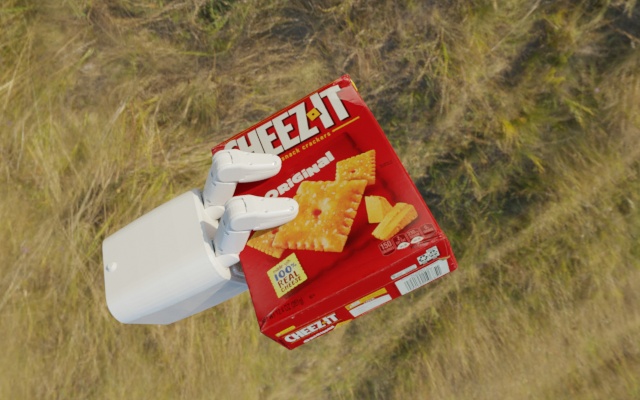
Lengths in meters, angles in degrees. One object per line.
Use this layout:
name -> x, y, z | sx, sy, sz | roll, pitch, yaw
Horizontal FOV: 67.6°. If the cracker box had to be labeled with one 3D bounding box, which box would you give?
cracker box -> 0.000, 0.002, 0.444 | 0.164, 0.213, 0.072 | -27, -36, 6
